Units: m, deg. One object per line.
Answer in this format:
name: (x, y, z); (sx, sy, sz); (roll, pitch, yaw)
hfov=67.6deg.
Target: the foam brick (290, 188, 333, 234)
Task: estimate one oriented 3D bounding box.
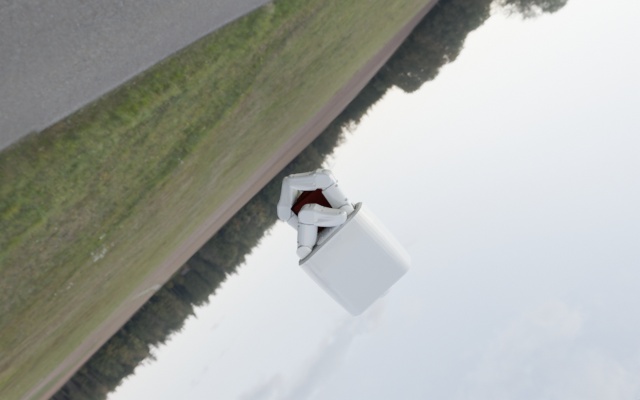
foam brick: (0.000, 0.002, 0.672); (0.053, 0.051, 0.078); (-42, 7, 21)
